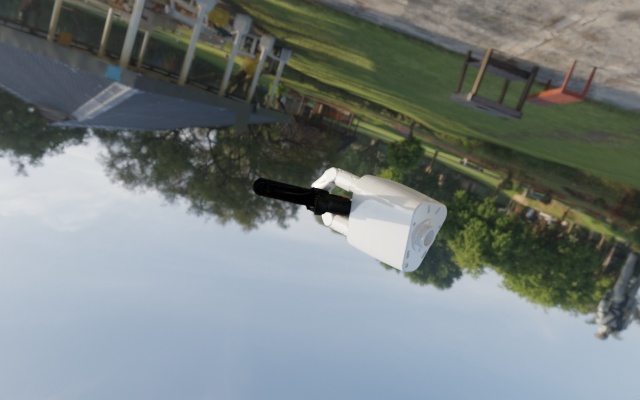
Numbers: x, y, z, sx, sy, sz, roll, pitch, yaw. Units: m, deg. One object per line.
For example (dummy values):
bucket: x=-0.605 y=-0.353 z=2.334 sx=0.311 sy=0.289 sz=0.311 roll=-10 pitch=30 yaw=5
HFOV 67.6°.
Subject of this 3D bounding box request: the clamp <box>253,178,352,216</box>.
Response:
clamp: x=0.000 y=0.003 z=0.682 sx=0.120 sy=0.039 sz=0.171 roll=27 pitch=12 yaw=40
